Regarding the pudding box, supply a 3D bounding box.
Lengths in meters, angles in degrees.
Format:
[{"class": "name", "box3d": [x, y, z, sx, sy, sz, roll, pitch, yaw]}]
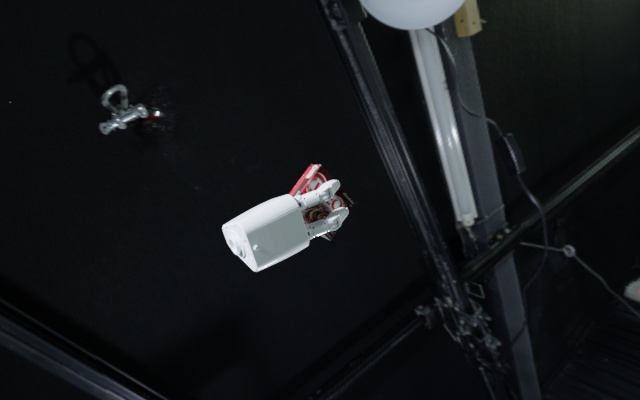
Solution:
[{"class": "pudding box", "box3d": [0.000, 0.003, 0.865, 0.113, 0.090, 0.039, 46, -18, -33]}]
